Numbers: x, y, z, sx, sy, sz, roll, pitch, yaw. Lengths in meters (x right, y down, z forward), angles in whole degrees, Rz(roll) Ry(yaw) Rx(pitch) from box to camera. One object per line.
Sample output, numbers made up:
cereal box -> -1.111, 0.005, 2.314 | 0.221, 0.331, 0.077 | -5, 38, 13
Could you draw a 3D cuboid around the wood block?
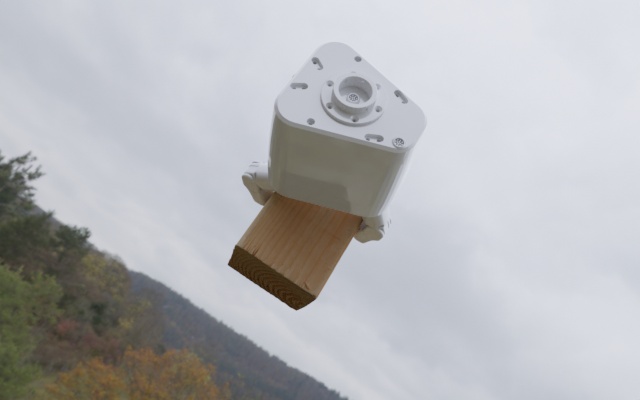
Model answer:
wood block -> 0.001, 0.002, 0.510 | 0.091, 0.206, 0.090 | 35, -25, -2
